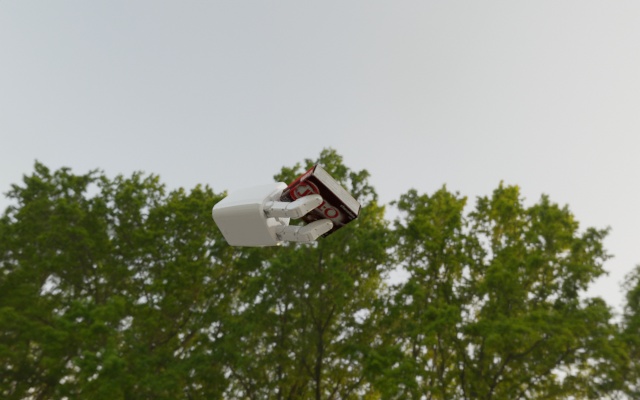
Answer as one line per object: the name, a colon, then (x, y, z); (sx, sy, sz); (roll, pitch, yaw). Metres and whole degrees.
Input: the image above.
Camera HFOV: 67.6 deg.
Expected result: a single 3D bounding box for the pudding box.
pudding box: (0.000, 0.003, 0.822); (0.113, 0.039, 0.090); (40, -50, -18)
